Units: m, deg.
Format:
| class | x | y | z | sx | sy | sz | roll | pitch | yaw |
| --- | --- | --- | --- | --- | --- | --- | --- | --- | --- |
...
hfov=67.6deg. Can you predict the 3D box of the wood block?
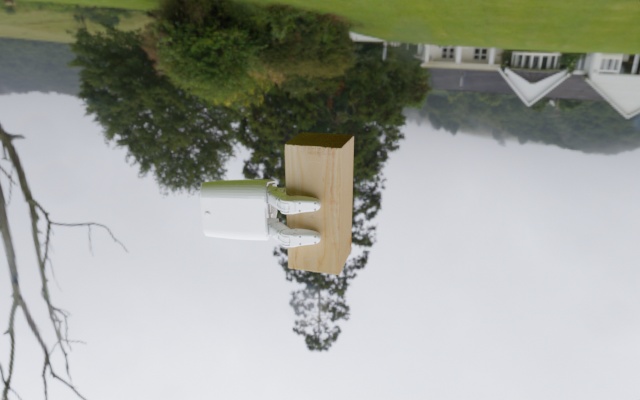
| class | x | y | z | sx | sy | sz | roll | pitch | yaw |
| --- | --- | --- | --- | --- | --- | --- | --- | --- | --- |
| wood block | 0.000 | 0.002 | 0.767 | 0.090 | 0.206 | 0.090 | 5 | 22 | 14 |
